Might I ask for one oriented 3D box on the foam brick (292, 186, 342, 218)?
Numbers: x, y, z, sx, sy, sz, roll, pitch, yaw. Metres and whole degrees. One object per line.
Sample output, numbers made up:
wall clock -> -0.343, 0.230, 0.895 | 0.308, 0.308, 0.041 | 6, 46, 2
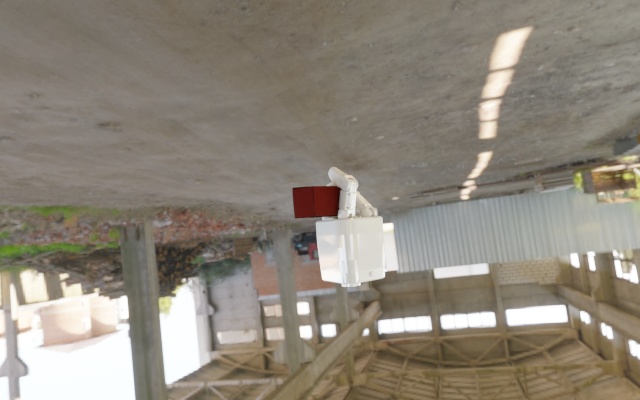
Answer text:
foam brick -> 0.000, 0.003, 0.790 | 0.078, 0.051, 0.053 | -2, -1, -41
